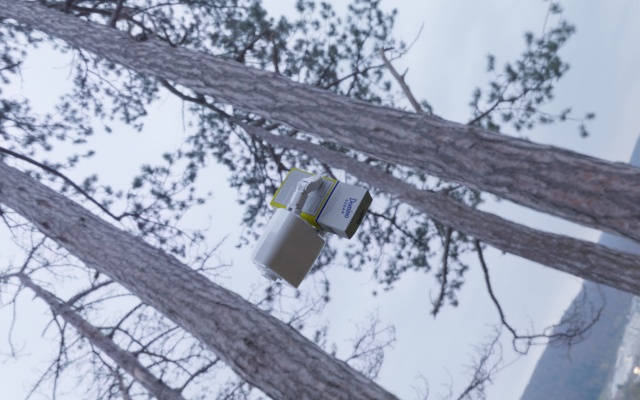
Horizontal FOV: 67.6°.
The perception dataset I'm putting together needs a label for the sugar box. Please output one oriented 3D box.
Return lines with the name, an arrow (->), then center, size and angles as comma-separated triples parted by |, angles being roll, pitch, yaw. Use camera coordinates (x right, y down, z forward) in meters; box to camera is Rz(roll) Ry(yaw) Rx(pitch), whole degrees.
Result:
sugar box -> 0.000, 0.003, 0.899 | 0.176, 0.093, 0.048 | 20, -20, 29
